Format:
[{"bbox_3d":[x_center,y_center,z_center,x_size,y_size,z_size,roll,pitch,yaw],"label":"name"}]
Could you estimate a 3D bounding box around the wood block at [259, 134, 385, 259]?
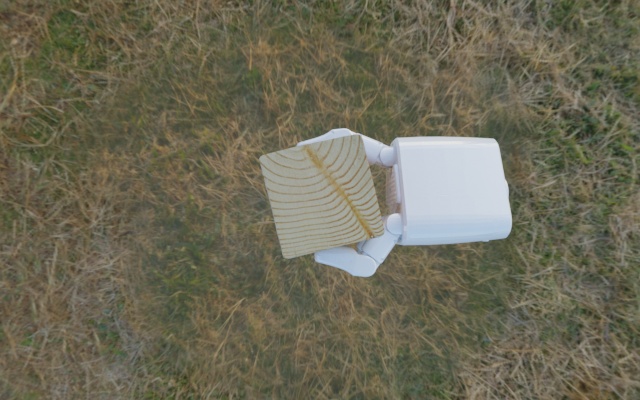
[{"bbox_3d":[0.000,0.001,0.497,0.090,0.091,0.206,-13,-3,-1],"label":"wood block"}]
